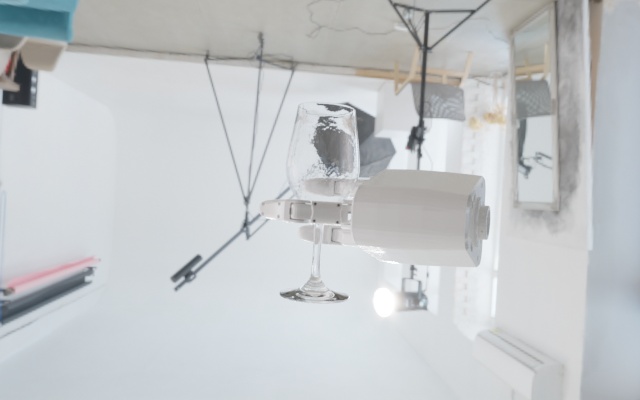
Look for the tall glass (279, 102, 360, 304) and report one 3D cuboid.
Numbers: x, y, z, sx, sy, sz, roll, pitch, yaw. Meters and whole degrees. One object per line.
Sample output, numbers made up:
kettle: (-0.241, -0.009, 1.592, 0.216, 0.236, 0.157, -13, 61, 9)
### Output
tall glass: (0.000, 0.002, 0.505, 0.079, 0.201, 0.079, 3, 0, 0)
